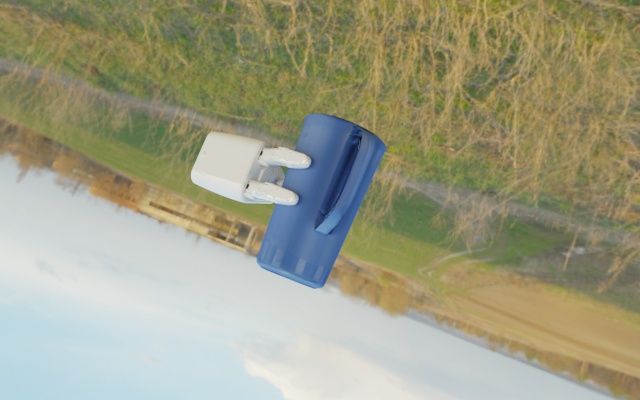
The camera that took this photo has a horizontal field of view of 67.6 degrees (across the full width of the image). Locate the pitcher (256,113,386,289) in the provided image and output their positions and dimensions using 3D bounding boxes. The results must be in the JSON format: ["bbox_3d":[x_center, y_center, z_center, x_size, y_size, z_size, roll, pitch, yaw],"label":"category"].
[{"bbox_3d":[0.000,0.002,0.707,0.145,0.243,0.149,17,-10,24],"label":"pitcher"}]
